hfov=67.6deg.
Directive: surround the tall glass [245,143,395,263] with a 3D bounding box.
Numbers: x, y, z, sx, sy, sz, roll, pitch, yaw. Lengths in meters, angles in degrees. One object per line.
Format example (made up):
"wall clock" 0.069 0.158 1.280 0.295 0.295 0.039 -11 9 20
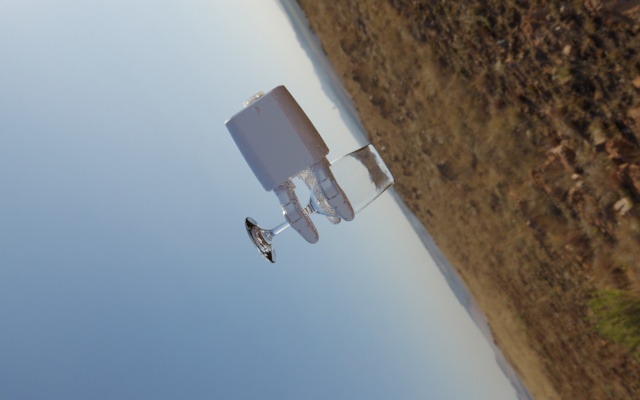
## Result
"tall glass" 0.000 0.003 0.647 0.201 0.079 0.079 -32 -5 8
